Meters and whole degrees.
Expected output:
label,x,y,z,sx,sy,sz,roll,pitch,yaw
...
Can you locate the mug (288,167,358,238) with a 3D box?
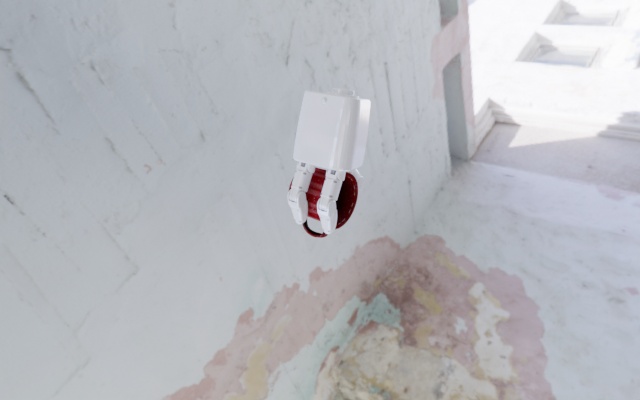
label,x,y,z,sx,sy,sz,roll,pitch,yaw
mug,0.000,0.004,0.780,0.081,0.117,0.093,18,14,33
